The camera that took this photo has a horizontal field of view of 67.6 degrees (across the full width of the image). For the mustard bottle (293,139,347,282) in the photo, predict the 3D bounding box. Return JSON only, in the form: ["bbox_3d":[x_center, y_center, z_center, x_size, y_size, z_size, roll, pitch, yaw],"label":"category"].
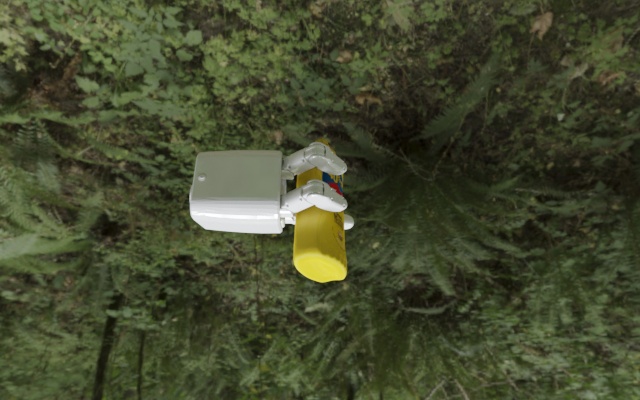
[{"bbox_3d":[0.000,0.002,0.622,0.058,0.191,0.096,-12,-31,20],"label":"mustard bottle"}]
